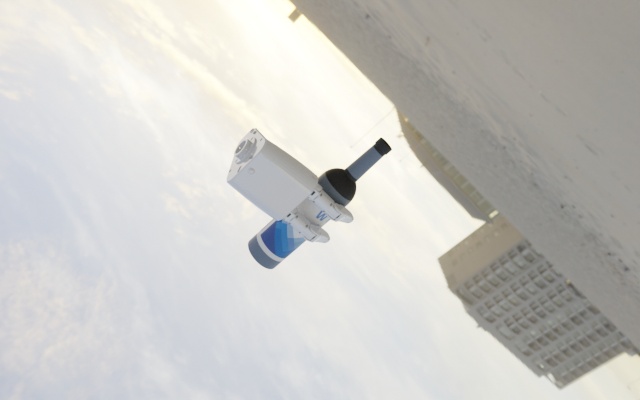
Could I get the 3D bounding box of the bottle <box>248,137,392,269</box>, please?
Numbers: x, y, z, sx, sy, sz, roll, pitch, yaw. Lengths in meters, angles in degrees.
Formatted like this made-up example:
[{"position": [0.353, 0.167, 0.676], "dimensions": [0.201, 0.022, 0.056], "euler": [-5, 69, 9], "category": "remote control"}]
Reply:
[{"position": [0.000, 0.003, 0.799], "dimensions": [0.296, 0.069, 0.069], "euler": [-42, -16, 19], "category": "bottle"}]
